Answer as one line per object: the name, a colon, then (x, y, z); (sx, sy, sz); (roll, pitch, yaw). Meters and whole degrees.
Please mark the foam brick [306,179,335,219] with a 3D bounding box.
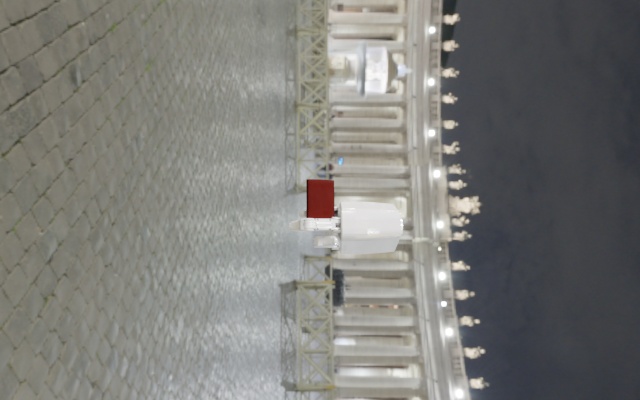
foam brick: (0.000, 0.003, 0.888); (0.051, 0.078, 0.053); (-1, -8, 1)
